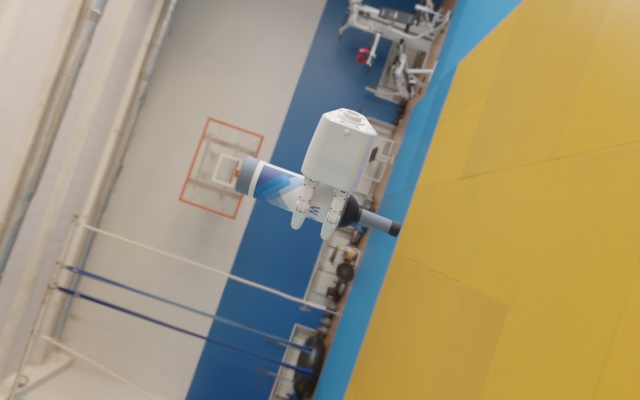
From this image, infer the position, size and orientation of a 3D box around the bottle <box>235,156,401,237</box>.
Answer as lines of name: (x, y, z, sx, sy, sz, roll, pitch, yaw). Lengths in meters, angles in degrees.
bottle: (0.000, 0.003, 0.843, 0.296, 0.069, 0.069, 20, 0, -1)
